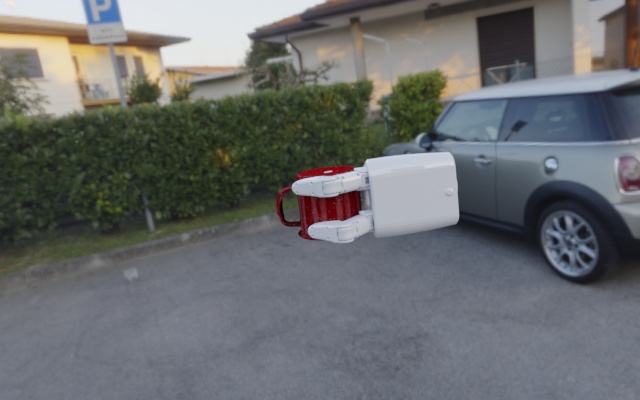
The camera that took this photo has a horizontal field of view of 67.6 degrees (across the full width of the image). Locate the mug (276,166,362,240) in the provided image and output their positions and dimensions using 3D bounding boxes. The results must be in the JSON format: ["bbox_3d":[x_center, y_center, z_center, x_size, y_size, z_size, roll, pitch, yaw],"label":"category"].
[{"bbox_3d":[-0.001,0.002,0.627,0.117,0.081,0.093,-7,11,-2],"label":"mug"}]
